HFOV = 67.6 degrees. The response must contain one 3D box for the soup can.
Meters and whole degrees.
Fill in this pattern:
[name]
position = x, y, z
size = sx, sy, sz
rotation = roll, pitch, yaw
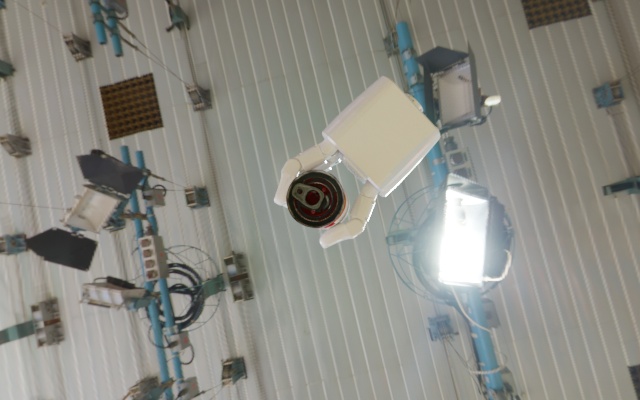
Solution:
[soup can]
position = 0.000, 0.002, 0.597
size = 0.068, 0.068, 0.102
rotation = 0, -5, 7
